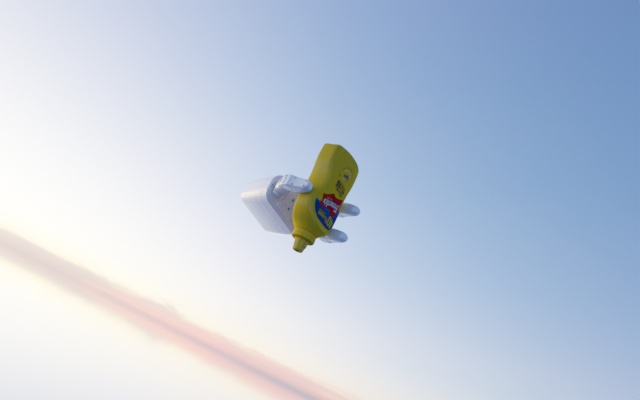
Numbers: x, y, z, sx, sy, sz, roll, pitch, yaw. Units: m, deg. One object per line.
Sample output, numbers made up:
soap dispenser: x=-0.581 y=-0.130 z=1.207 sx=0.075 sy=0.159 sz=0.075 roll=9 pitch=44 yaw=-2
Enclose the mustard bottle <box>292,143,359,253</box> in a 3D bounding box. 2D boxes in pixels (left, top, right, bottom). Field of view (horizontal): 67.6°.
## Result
mustard bottle: x=0.000 y=0.002 z=0.820 sx=0.058 sy=0.191 sz=0.096 roll=12 pitch=-25 yaw=33
